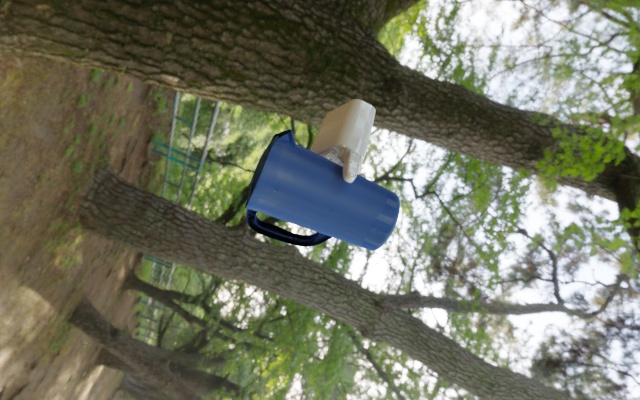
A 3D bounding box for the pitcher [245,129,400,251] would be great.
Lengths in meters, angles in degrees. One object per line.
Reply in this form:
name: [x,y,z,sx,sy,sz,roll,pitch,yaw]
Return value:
pitcher: [0.000,0.002,0.803,0.243,0.145,0.149,23,-24,-10]
